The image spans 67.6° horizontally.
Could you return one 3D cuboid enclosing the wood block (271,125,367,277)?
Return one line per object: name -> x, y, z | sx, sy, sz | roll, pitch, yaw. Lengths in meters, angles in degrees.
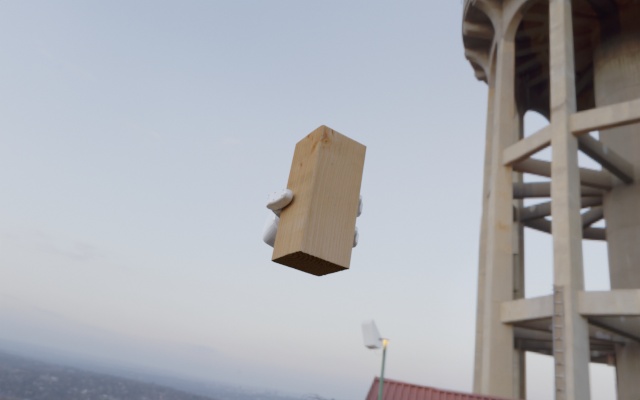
wood block -> 0.000, 0.002, 0.743 | 0.091, 0.206, 0.090 | 22, -26, -27
